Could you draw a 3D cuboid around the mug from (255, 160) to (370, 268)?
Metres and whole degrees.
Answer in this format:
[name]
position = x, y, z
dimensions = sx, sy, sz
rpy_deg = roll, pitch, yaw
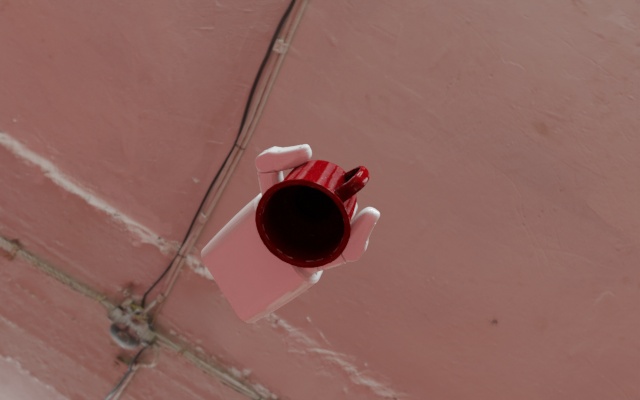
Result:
[mug]
position = 0.001, 0.001, 0.479
dimensions = 0.117, 0.093, 0.081
rpy_deg = -37, 10, 25
